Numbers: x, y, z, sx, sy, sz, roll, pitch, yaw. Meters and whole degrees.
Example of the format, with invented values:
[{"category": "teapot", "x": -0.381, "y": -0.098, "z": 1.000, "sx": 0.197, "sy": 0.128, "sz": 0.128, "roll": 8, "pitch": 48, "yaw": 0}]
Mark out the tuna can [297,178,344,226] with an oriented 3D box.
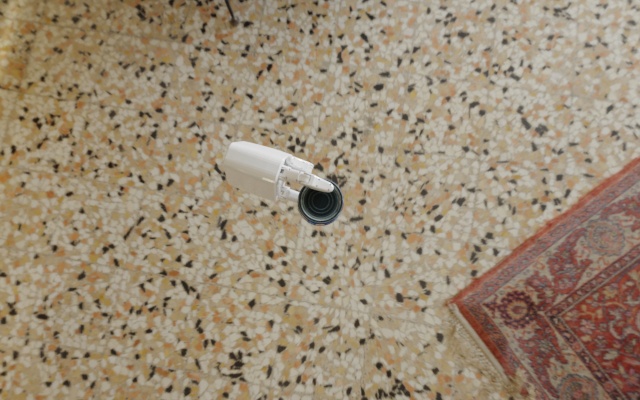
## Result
[{"category": "tuna can", "x": 0.000, "y": 0.003, "z": 0.880, "sx": 0.086, "sy": 0.086, "sz": 0.034, "roll": 0, "pitch": -9, "yaw": -2}]
